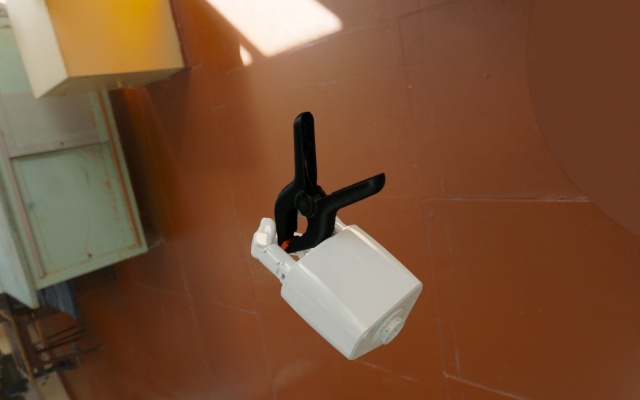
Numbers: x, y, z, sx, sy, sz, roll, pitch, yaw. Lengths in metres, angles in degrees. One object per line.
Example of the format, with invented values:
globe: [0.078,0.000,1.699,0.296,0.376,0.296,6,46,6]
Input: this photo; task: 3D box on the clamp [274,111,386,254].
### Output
clamp: [0.000,0.002,0.528,0.120,0.172,0.039,38,39,28]
